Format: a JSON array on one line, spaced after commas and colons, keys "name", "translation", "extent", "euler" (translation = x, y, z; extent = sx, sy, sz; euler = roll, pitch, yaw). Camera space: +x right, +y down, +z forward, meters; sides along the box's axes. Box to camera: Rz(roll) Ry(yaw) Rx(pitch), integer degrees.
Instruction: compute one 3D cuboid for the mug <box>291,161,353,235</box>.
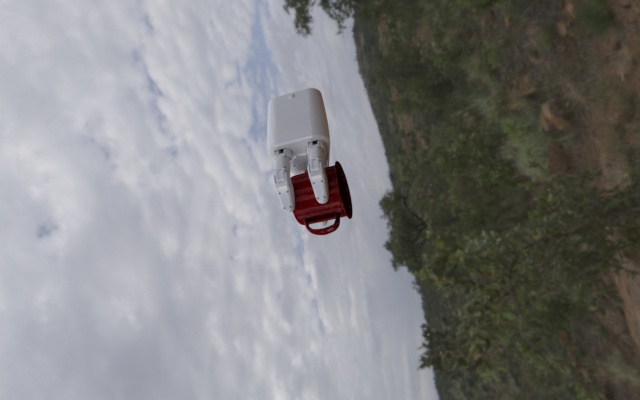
[{"name": "mug", "translation": [0.000, 0.004, 0.742], "extent": [0.081, 0.117, 0.093], "euler": [-13, -33, 13]}]
